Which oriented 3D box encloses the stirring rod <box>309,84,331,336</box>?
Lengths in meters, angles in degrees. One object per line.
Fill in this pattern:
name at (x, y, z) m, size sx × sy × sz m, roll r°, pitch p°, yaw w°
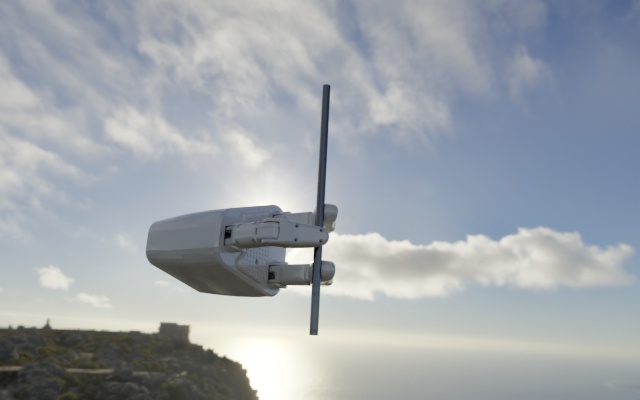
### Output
stirring rod at (0.000, 0.002, 0.446) m, size 0.011 × 0.239 × 0.011 m, roll 3°, pitch -15°, yaw 1°
